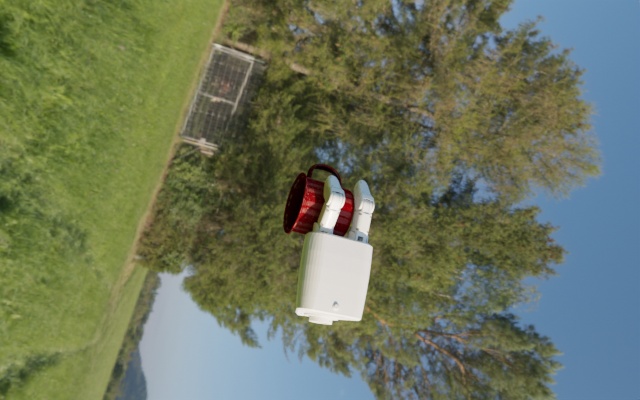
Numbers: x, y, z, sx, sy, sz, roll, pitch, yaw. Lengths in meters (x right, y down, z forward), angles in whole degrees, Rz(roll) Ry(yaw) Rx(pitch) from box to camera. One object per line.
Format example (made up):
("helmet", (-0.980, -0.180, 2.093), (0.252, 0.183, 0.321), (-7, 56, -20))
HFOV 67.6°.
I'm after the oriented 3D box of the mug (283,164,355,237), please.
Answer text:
("mug", (0.000, 0.001, 0.714), (0.081, 0.117, 0.093), (16, -20, -17))
